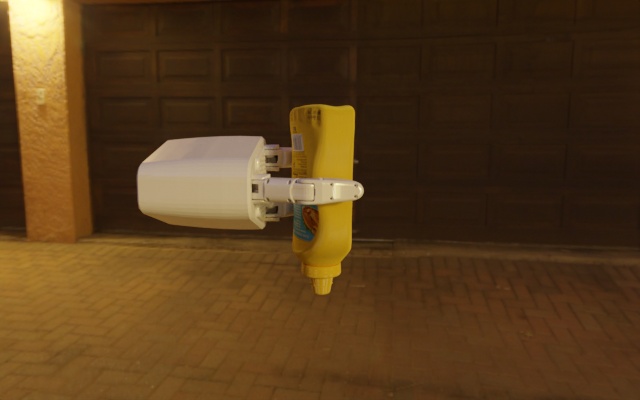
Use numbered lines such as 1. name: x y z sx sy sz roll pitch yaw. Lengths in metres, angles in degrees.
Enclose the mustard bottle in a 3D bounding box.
1. mustard bottle: 0.000 0.001 0.489 0.058 0.191 0.096 -2 7 -22
